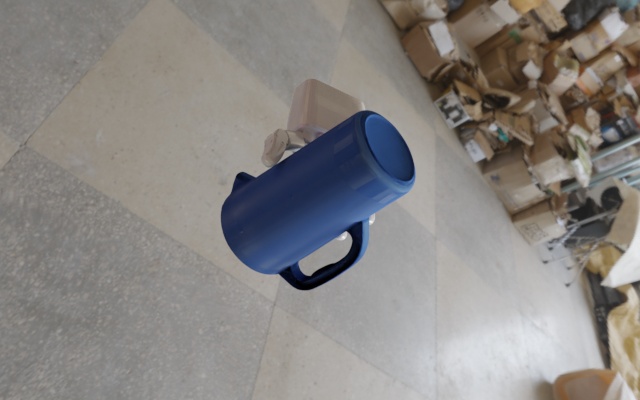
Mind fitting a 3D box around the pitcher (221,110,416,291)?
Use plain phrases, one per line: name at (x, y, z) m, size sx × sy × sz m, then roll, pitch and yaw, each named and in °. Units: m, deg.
pitcher at (0.000, 0.002, 0.604) m, size 0.149 × 0.145 × 0.243 m, roll 34°, pitch -48°, yaw -31°
